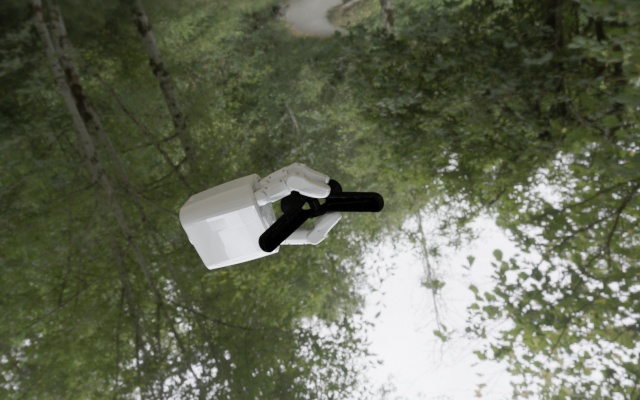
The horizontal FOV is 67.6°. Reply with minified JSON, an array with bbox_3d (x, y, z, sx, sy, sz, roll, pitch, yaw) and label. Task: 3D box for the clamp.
[{"bbox_3d":[0.000,0.003,0.675,0.164,0.036,0.210,-18,17,5],"label":"clamp"}]
